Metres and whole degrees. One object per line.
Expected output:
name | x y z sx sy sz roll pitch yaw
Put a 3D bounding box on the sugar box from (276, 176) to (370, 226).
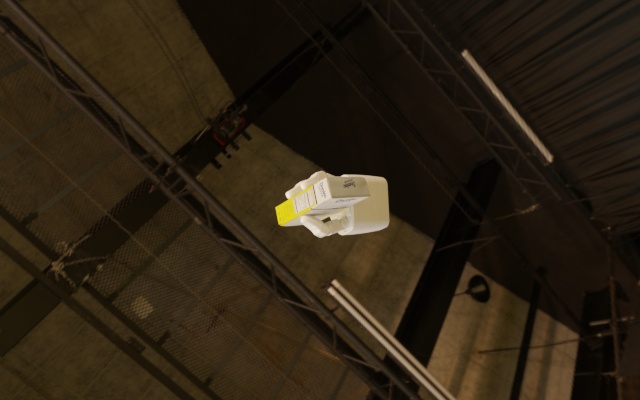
sugar box | 0.000 0.002 0.895 0.093 0.048 0.176 -2 -19 -38
